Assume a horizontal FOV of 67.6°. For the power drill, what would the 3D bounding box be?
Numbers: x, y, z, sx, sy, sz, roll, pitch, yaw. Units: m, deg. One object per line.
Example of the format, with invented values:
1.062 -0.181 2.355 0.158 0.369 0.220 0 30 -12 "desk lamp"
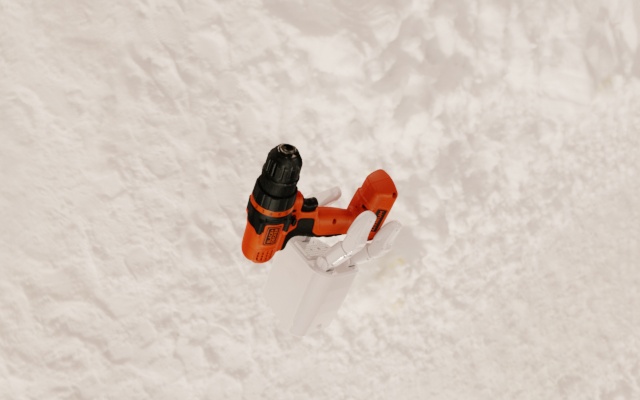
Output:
0.000 0.002 0.602 0.187 0.057 0.185 -3 -41 -26 "power drill"
